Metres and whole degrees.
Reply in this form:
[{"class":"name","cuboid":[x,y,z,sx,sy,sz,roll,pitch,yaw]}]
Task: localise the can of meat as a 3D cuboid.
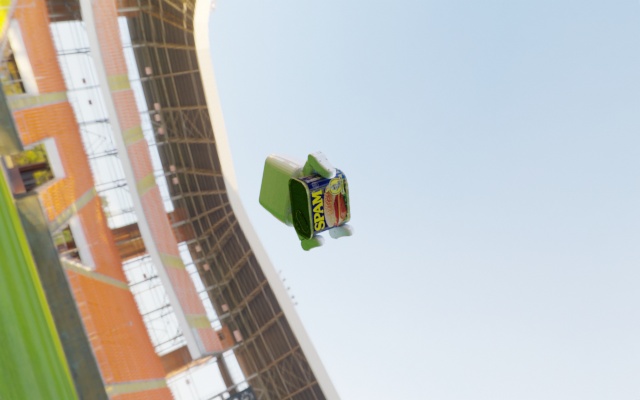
[{"class":"can of meat","cuboid":[0.000,0.002,0.789,0.084,0.102,0.057,-19,26,-30]}]
